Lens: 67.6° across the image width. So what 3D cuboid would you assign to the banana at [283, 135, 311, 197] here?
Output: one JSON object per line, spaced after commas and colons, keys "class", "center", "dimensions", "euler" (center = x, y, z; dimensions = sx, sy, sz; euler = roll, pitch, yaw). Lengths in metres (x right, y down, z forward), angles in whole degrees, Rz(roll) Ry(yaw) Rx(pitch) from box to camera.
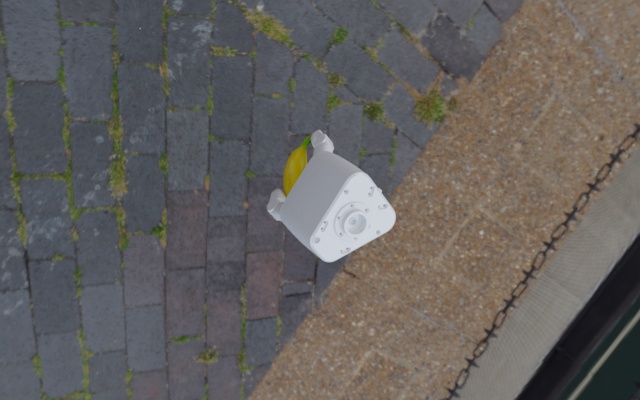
{"class": "banana", "center": [-0.017, 0.006, 0.729], "dimensions": [0.069, 0.198, 0.037], "euler": [-21, 24, -19]}
